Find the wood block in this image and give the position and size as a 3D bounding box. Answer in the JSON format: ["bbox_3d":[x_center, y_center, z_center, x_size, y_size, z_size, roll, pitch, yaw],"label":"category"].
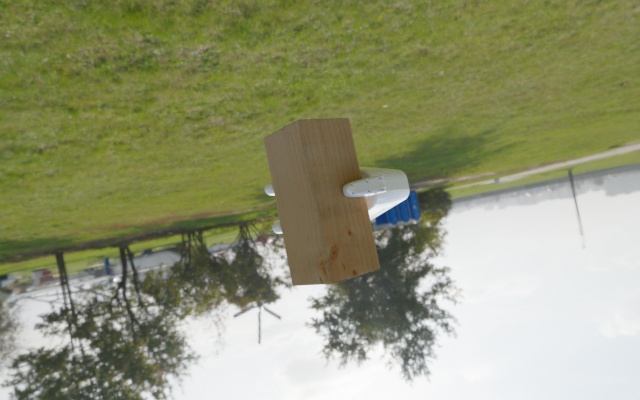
[{"bbox_3d":[0.001,0.002,0.642,0.090,0.206,0.091,-10,-4,-39],"label":"wood block"}]
